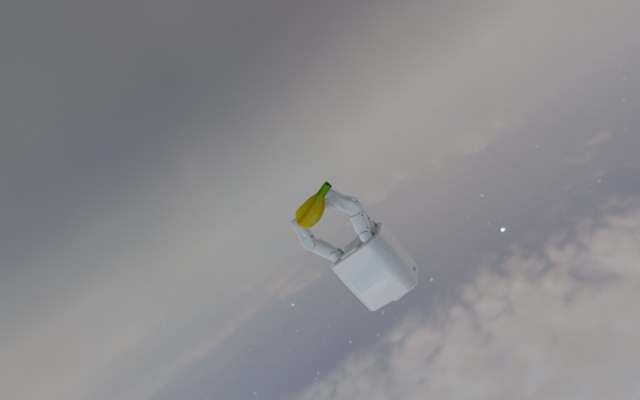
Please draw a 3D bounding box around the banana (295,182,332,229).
[{"bbox_3d":[-0.013,0.015,0.774,0.069,0.037,0.198,-45,1,-8],"label":"banana"}]
